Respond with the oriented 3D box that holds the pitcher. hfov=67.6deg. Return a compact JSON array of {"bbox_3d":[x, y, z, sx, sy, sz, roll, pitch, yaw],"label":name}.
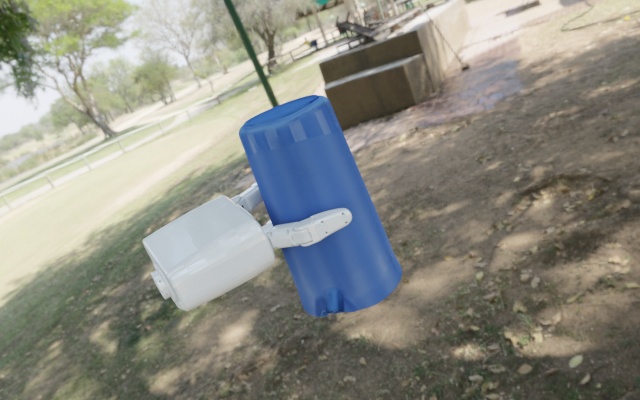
[{"bbox_3d":[0.000,0.002,0.575,0.145,0.243,0.149,-29,20,-22],"label":"pitcher"}]
